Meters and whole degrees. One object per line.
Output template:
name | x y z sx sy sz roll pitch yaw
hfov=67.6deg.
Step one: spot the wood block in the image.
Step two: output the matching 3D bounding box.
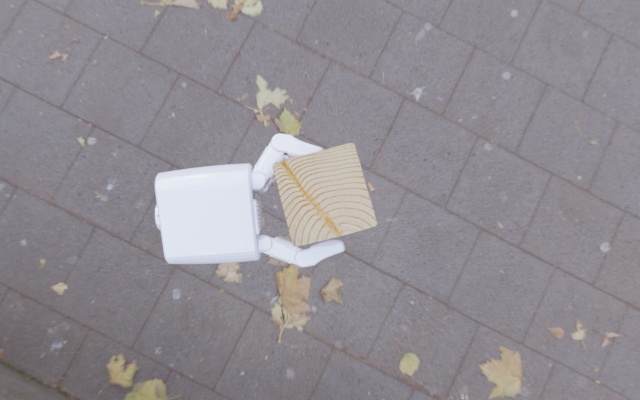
wood block | 0.000 0.002 0.582 0.090 0.091 0.206 -15 -3 -3
